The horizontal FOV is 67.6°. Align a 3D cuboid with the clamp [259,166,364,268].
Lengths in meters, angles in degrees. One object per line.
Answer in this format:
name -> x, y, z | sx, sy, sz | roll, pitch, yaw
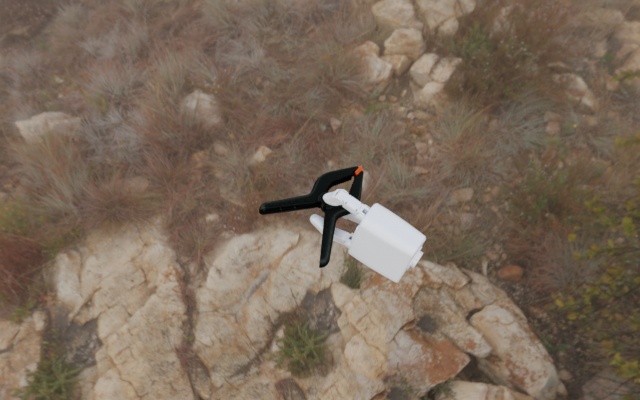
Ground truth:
clamp -> 0.001, 0.002, 0.897 | 0.164, 0.210, 0.036 | 35, -24, 12
